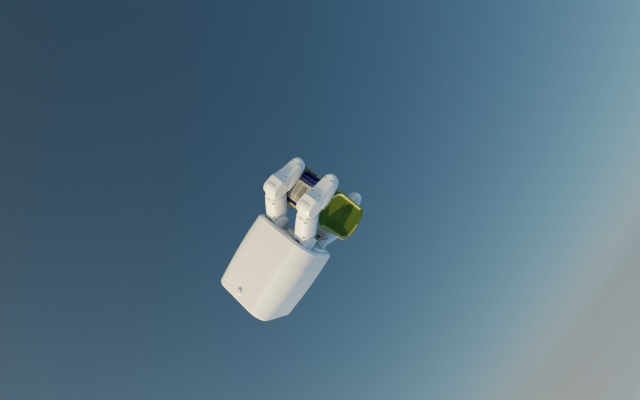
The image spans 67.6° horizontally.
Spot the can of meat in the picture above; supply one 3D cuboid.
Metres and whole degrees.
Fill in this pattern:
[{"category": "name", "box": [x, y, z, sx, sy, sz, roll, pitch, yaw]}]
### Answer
[{"category": "can of meat", "box": [0.000, 0.002, 0.640, 0.084, 0.057, 0.102, 35, 1, 34]}]
